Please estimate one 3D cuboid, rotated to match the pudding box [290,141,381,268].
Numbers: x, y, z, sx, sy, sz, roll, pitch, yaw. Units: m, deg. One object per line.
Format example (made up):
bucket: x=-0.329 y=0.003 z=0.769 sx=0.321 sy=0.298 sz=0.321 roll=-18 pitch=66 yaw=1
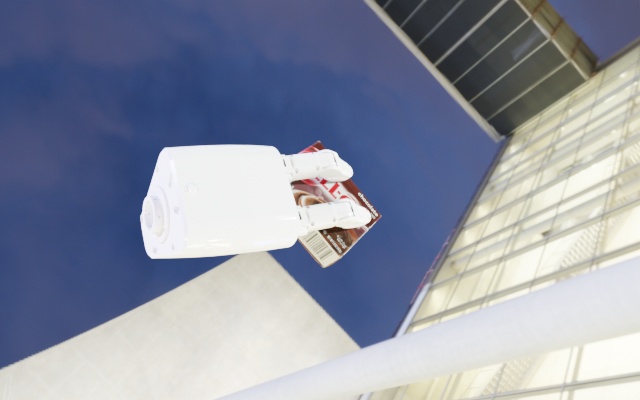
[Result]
pudding box: x=0.000 y=0.002 z=0.509 sx=0.039 sy=0.113 sz=0.090 roll=-37 pitch=1 yaw=45
